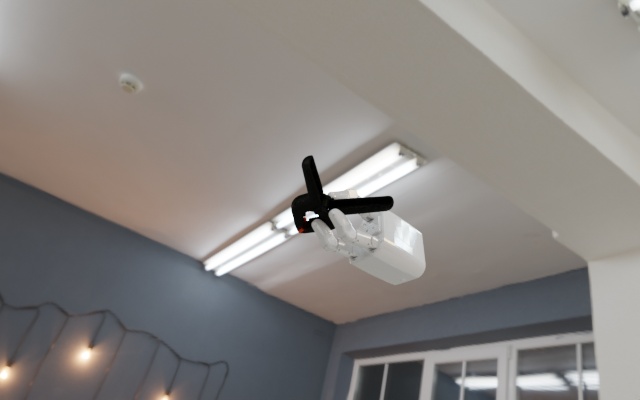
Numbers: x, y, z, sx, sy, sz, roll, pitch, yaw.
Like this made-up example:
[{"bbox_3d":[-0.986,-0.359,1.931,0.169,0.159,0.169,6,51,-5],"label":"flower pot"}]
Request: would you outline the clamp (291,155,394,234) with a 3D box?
[{"bbox_3d":[0.000,0.002,0.819,0.164,0.036,0.210,31,-35,-20],"label":"clamp"}]
